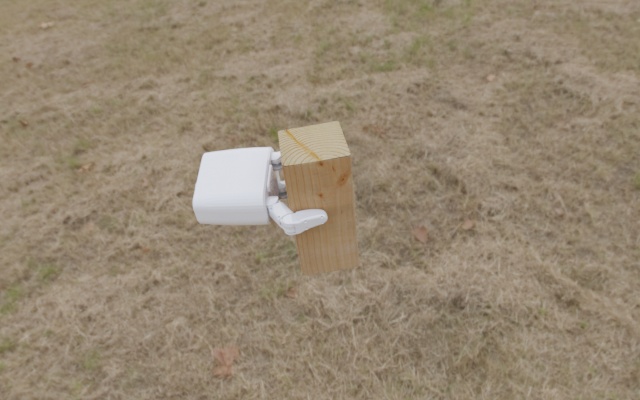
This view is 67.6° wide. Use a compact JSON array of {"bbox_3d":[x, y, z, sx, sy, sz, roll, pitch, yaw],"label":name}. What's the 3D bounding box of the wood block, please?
[{"bbox_3d":[0.000,0.002,0.697,0.090,0.206,0.090,-10,39,-2],"label":"wood block"}]
